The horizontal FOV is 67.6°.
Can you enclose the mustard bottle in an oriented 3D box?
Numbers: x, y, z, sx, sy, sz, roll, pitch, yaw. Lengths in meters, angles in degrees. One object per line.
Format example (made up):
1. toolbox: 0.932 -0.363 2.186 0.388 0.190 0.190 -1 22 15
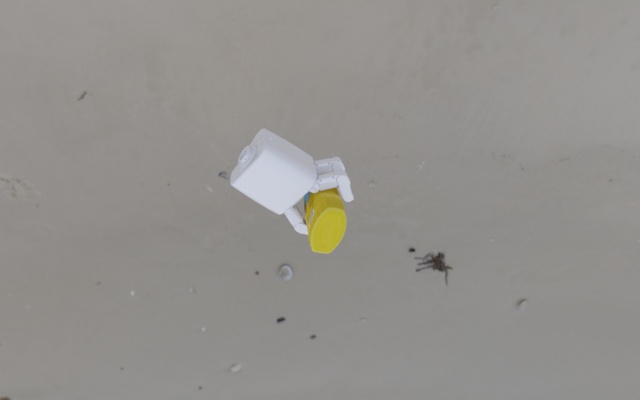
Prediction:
1. mustard bottle: 0.000 0.003 0.864 0.058 0.096 0.191 8 30 -14
